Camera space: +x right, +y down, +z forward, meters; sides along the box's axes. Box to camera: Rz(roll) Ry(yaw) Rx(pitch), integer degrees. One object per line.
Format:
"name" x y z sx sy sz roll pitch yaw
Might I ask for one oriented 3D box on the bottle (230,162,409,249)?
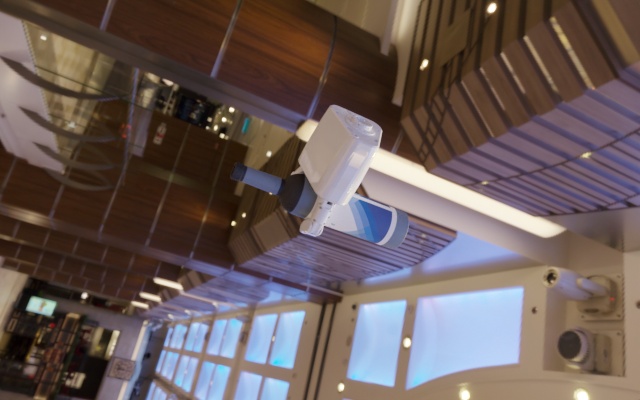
"bottle" 0.000 0.003 0.762 0.296 0.069 0.069 20 -7 -19
